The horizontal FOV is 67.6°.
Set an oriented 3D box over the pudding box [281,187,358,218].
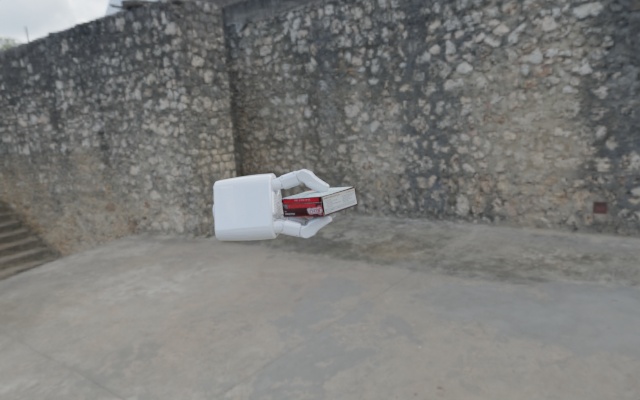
[{"bbox_3d":[0.000,0.003,0.848,0.090,0.039,0.113,-2,11,36],"label":"pudding box"}]
